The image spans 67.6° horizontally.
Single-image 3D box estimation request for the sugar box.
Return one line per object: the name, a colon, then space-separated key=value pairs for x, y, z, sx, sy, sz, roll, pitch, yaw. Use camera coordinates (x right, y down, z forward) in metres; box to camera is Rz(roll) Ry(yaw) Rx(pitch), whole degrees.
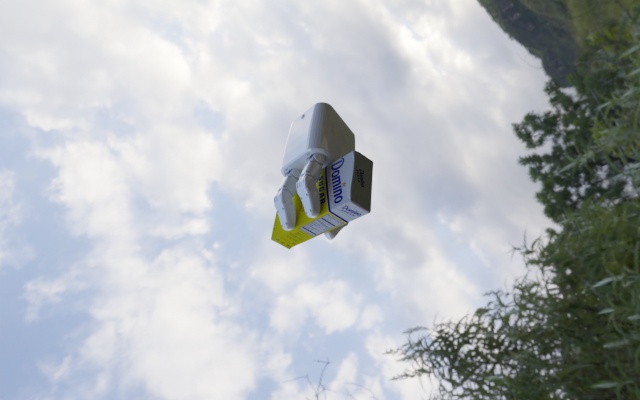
sugar box: x=0.000 y=0.002 z=0.717 sx=0.048 sy=0.093 sz=0.176 roll=29 pitch=-40 yaw=-29
